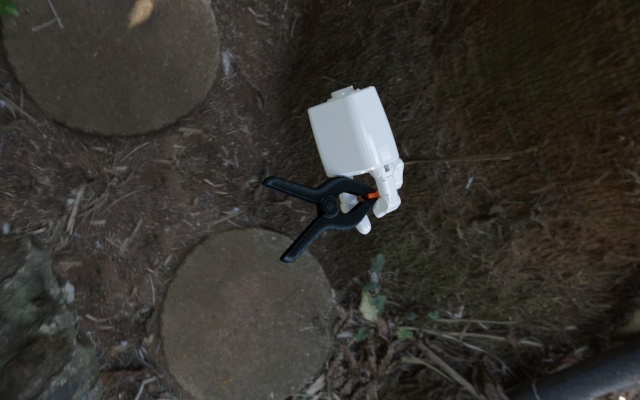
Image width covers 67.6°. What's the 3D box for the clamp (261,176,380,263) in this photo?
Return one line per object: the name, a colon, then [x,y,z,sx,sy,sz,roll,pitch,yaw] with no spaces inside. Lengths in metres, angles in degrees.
clamp: [0.001,0.002,0.675,0.171,0.120,0.039,-24,12,-22]
